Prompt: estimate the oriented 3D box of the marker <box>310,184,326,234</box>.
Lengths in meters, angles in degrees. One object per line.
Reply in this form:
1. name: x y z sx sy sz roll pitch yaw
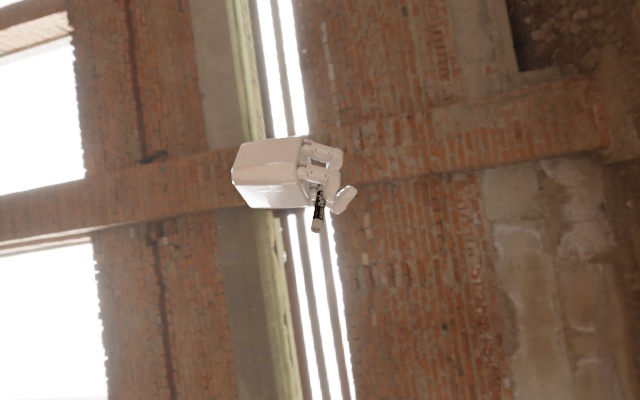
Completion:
1. marker: 0.000 0.003 0.767 0.020 0.020 0.121 5 45 5
